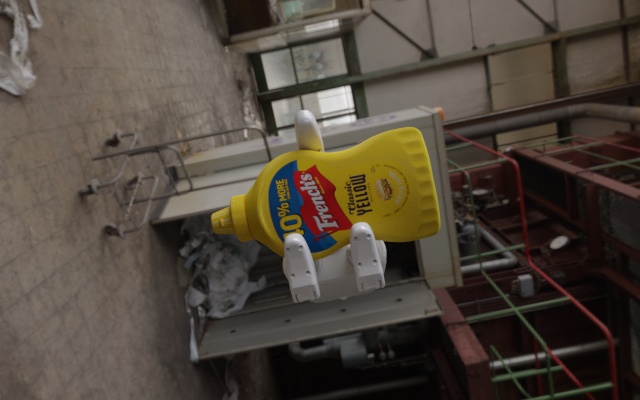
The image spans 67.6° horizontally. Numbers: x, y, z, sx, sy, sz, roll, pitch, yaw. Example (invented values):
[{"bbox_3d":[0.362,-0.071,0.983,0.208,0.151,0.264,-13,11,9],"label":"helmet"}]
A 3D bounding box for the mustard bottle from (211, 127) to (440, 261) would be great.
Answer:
[{"bbox_3d":[0.000,0.001,0.416,0.191,0.096,0.058,-12,2,2],"label":"mustard bottle"}]
